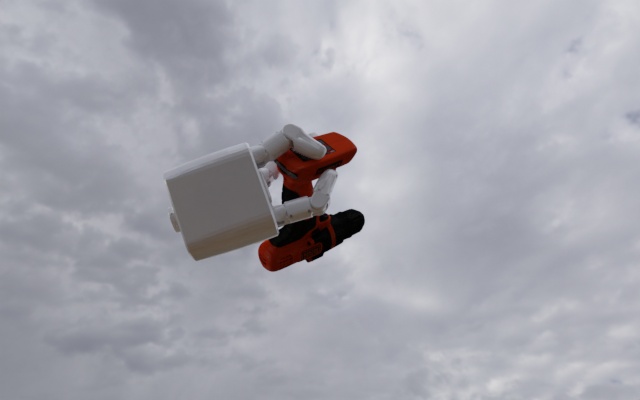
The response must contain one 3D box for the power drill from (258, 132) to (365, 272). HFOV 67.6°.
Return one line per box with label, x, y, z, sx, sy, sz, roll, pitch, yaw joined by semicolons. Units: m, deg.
power drill;0.000;0.002;0.666;0.184;0.188;0.057;-22;45;-33
